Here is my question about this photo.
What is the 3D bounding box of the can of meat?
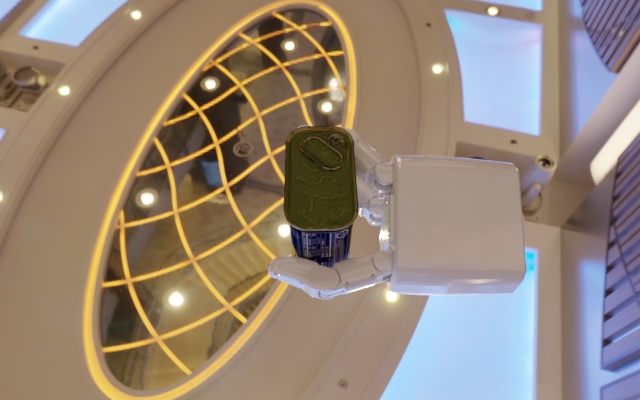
[{"bbox_3d":[0.000,0.002,0.413,0.057,0.102,0.084,-1,-33,0],"label":"can of meat"}]
